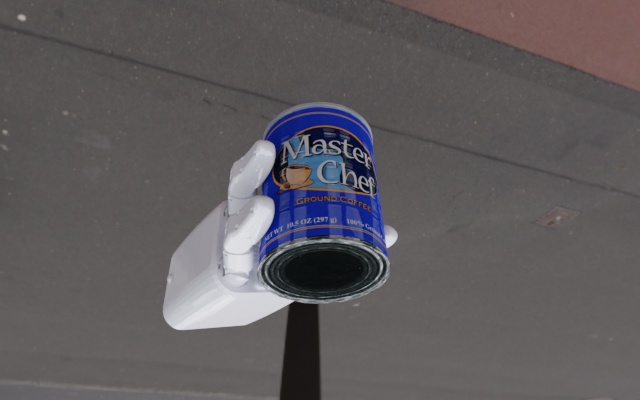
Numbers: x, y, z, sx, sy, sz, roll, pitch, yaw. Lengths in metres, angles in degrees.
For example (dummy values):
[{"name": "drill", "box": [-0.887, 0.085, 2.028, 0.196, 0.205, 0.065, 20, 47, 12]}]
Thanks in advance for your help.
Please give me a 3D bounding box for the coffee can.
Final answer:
[{"name": "coffee can", "box": [0.000, 0.001, 0.407, 0.103, 0.140, 0.103, -2, -37, -1]}]
